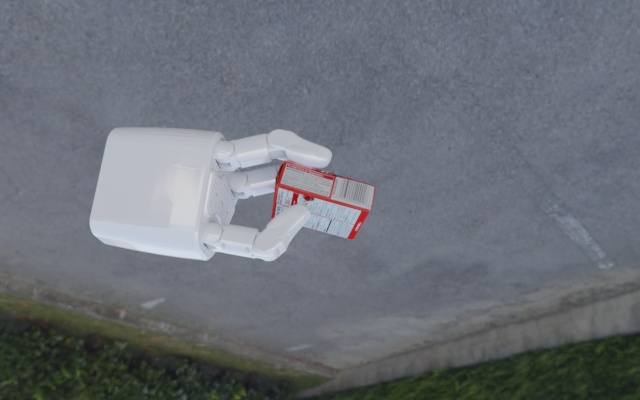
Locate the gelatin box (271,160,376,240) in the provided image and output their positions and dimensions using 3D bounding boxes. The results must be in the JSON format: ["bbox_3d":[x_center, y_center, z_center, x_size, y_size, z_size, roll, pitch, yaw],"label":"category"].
[{"bbox_3d":[0.000,0.002,0.452,0.089,0.030,0.073,16,-27,-1],"label":"gelatin box"}]
